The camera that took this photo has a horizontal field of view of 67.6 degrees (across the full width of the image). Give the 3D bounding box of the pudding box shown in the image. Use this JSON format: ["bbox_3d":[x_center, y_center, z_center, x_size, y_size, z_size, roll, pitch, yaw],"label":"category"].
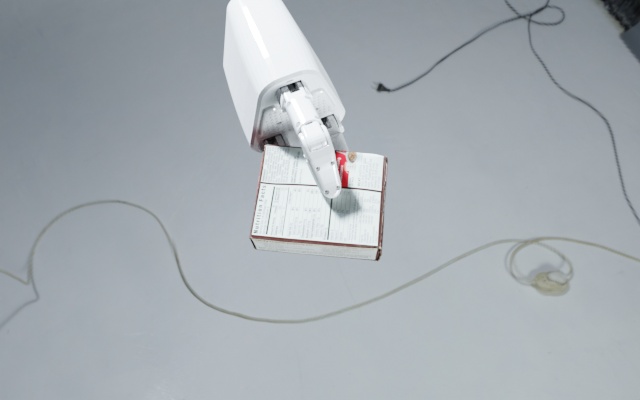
[{"bbox_3d":[0.000,0.001,0.418,0.113,0.090,0.039,4,-21,6],"label":"pudding box"}]
